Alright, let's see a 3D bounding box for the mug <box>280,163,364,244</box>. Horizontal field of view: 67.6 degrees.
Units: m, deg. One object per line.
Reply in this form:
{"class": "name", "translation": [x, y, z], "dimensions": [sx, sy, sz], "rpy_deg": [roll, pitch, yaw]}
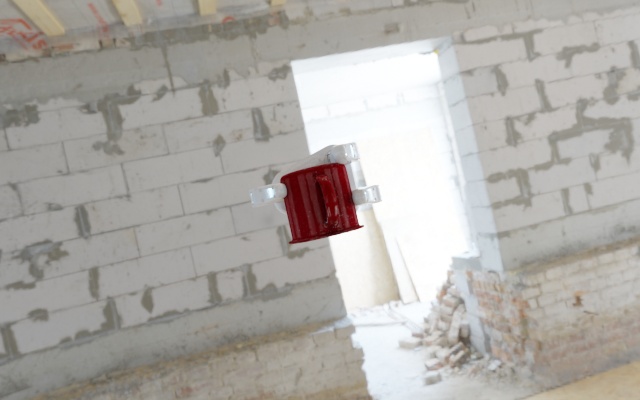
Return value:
{"class": "mug", "translation": [0.000, 0.002, 0.560], "dimensions": [0.093, 0.081, 0.117], "rpy_deg": [-13, -1, -8]}
